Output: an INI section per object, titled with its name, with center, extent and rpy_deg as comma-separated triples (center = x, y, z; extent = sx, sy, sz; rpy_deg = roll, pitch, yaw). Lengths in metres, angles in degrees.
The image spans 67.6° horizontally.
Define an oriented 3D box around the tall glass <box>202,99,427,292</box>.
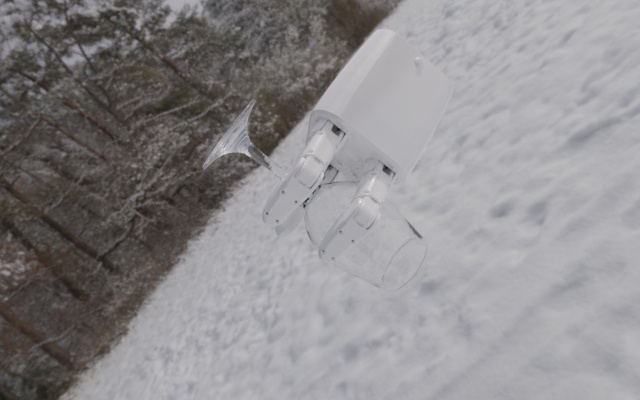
[tall glass]
center = -0.001, 0.001, 0.425
extent = 0.201, 0.079, 0.079
rpy_deg = 37, -9, -12
